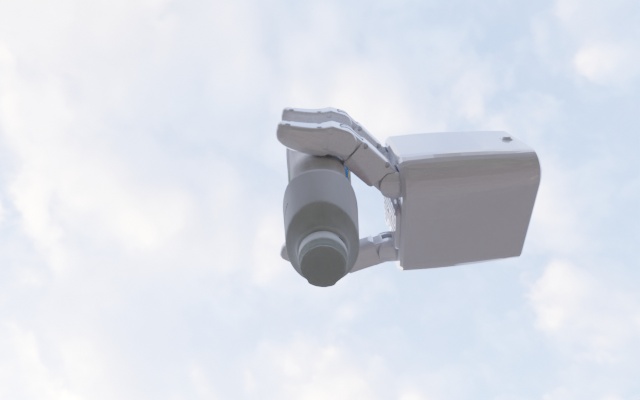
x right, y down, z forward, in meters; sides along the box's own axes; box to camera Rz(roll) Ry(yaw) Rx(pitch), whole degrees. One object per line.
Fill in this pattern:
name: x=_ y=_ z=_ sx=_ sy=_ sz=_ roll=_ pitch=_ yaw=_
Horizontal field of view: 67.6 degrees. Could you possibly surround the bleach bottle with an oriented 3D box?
bleach bottle: x=0.000 y=0.001 z=0.405 sx=0.068 sy=0.103 sz=0.250 roll=-5 pitch=22 yaw=1
